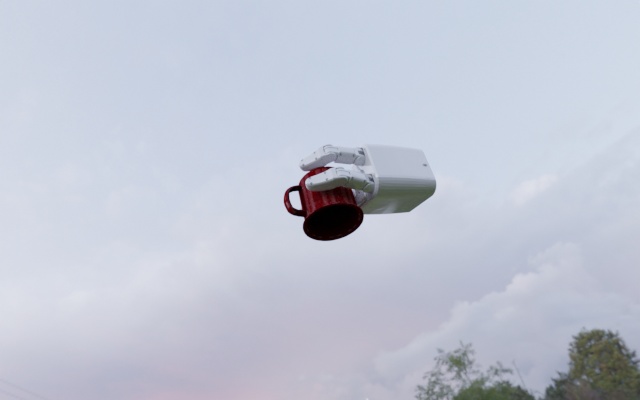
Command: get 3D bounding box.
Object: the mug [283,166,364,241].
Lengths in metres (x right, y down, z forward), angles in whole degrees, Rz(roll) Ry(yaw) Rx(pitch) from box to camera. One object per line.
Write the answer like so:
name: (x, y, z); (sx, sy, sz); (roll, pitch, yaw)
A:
mug: (-0.001, 0.002, 0.724); (0.117, 0.081, 0.093); (2, -41, -20)
